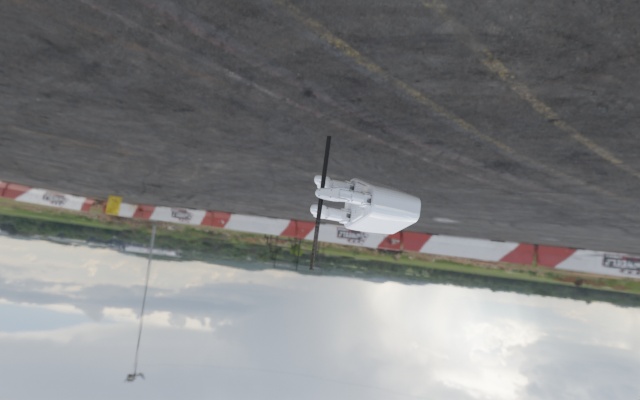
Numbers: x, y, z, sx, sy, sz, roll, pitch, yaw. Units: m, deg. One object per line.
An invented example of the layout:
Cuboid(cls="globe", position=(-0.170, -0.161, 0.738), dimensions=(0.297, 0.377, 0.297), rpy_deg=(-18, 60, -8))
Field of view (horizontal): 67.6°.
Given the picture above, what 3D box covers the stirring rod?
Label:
Cuboid(cls="stirring rod", position=(0.000, 0.003, 0.845), dimensions=(0.011, 0.239, 0.011), rpy_deg=(7, -7, 1))
